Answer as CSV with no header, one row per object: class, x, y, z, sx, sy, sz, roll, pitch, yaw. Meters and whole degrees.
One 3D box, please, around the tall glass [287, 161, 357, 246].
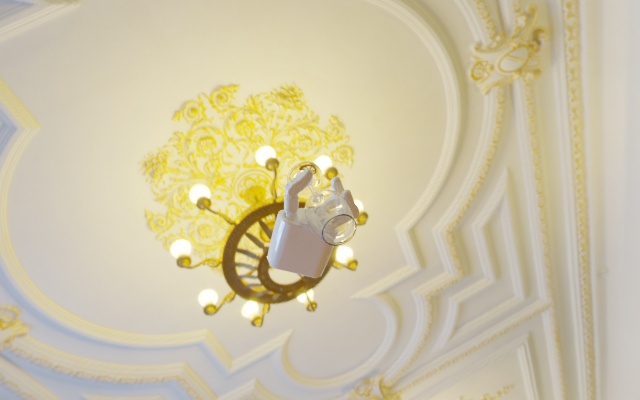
tall glass,0.000,0.002,0.872,0.079,0.079,0.201,0,28,-21
